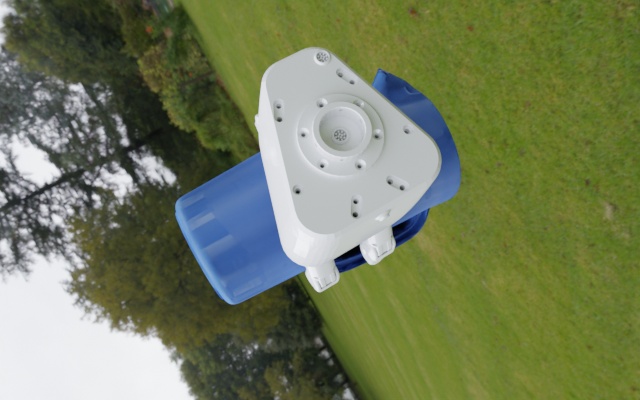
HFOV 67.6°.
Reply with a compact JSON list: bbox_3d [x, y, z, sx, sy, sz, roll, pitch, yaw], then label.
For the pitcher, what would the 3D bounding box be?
[{"bbox_3d":[0.000,0.001,0.454,0.243,0.149,0.145,-28,-8,-11],"label":"pitcher"}]
